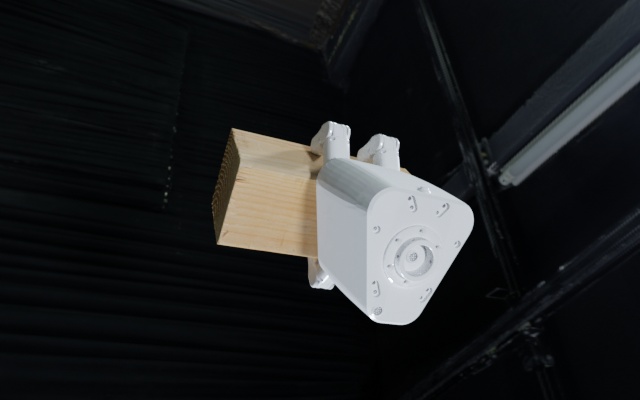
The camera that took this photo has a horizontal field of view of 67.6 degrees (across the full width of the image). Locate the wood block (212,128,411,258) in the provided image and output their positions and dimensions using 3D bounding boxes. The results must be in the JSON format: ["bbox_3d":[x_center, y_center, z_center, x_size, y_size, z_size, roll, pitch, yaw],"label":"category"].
[{"bbox_3d":[0.000,0.002,0.501,0.206,0.091,0.090,11,24,-22],"label":"wood block"}]
